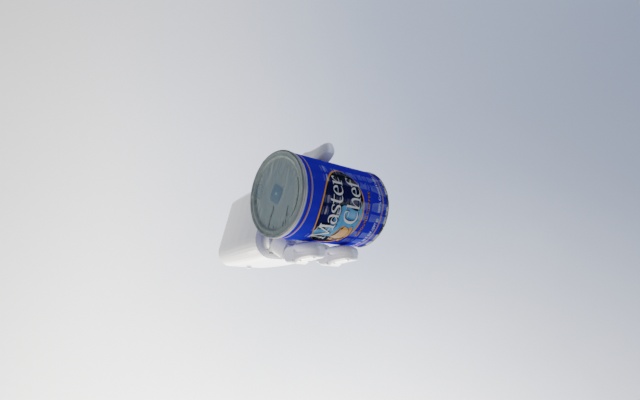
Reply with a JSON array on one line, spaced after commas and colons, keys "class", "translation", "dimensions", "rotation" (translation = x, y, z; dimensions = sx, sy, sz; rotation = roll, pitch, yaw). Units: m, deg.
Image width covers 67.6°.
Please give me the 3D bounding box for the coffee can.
[{"class": "coffee can", "translation": [0.000, 0.002, 0.589], "dimensions": [0.140, 0.103, 0.103], "rotation": [11, -7, -40]}]
